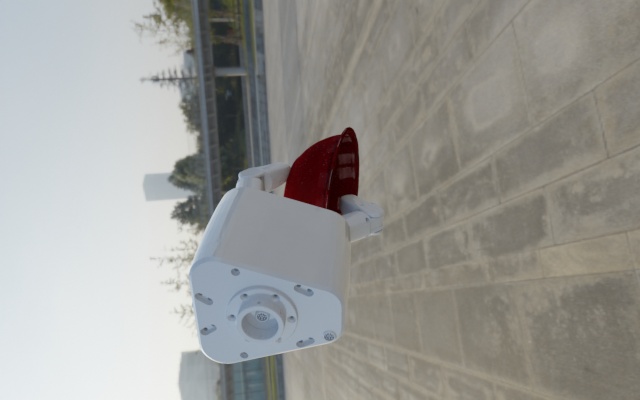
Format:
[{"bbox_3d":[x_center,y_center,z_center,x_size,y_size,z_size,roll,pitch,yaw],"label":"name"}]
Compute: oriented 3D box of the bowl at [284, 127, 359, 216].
[{"bbox_3d":[0.000,0.001,0.507,0.055,0.162,0.162,7,1,14],"label":"bowl"}]
